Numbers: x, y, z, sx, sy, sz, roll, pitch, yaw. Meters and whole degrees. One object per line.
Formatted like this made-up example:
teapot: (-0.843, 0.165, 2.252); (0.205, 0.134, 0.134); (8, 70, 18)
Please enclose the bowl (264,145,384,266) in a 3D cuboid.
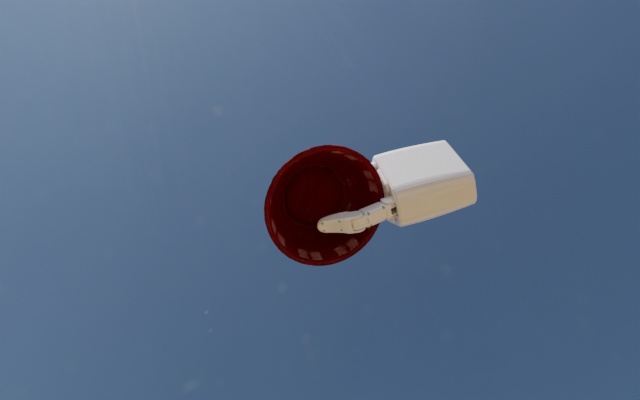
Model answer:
bowl: (-0.001, 0.002, 0.630); (0.162, 0.162, 0.055); (0, 17, -19)
